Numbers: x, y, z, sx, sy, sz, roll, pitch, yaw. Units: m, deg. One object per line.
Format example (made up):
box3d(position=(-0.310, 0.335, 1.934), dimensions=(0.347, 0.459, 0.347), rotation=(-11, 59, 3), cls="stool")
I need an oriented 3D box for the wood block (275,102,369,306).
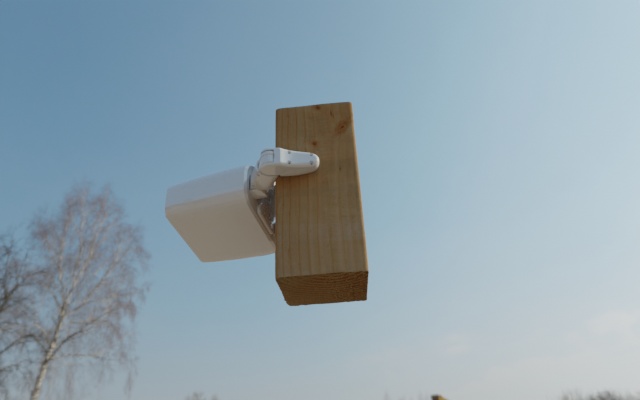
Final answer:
box3d(position=(0.000, 0.002, 0.531), dimensions=(0.090, 0.206, 0.091), rotation=(-5, -29, 3), cls="wood block")
